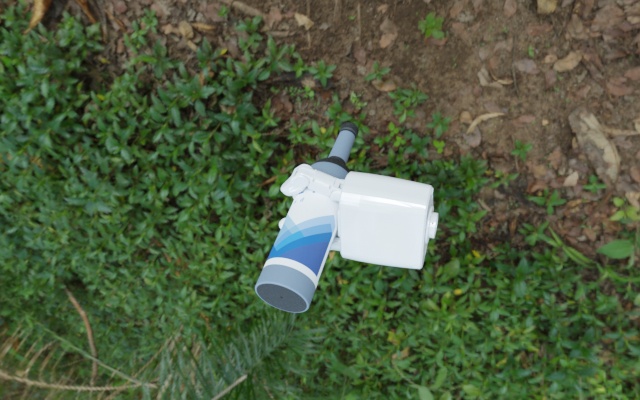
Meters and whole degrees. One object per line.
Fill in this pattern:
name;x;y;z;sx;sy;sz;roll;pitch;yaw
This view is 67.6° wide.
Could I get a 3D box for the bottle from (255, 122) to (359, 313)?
bottle;0.000;0.002;0.634;0.069;0.295;0.069;14;-37;11
